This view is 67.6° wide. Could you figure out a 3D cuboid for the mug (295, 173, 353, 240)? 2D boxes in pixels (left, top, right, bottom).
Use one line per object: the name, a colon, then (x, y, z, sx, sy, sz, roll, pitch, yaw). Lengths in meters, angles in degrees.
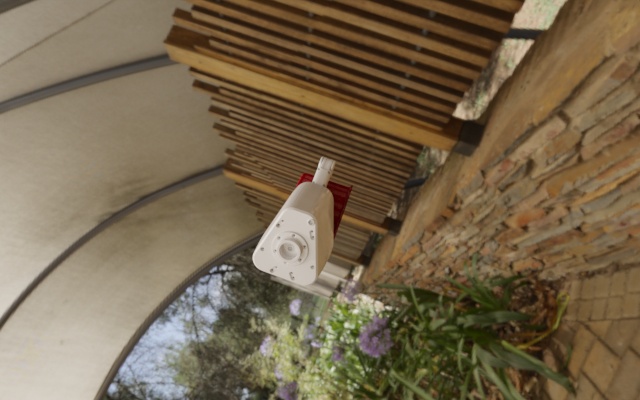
mug: (0.000, 0.002, 0.769, 0.081, 0.093, 0.117, 19, 21, 4)
